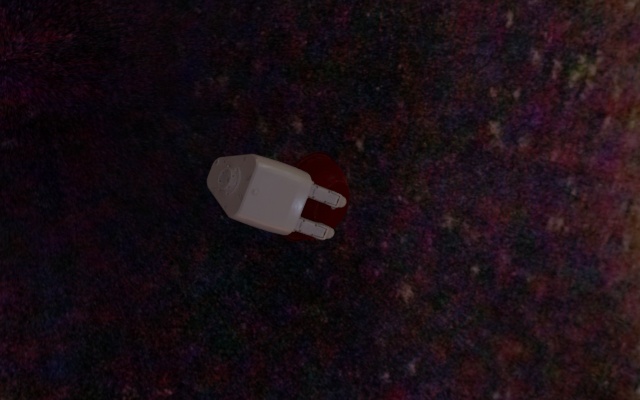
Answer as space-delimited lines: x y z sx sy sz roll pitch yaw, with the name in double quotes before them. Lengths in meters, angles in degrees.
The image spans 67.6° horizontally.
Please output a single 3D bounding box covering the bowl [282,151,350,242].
"bowl" 0.001 0.003 0.799 0.055 0.162 0.162 23 13 34
